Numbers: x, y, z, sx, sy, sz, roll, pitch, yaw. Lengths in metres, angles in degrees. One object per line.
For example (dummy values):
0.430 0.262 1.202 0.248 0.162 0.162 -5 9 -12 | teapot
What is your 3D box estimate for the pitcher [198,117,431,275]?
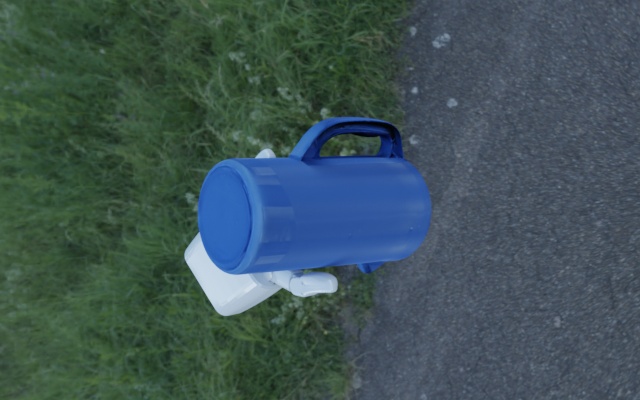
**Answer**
0.000 0.002 0.515 0.243 0.149 0.145 -2 -26 -43 | pitcher
